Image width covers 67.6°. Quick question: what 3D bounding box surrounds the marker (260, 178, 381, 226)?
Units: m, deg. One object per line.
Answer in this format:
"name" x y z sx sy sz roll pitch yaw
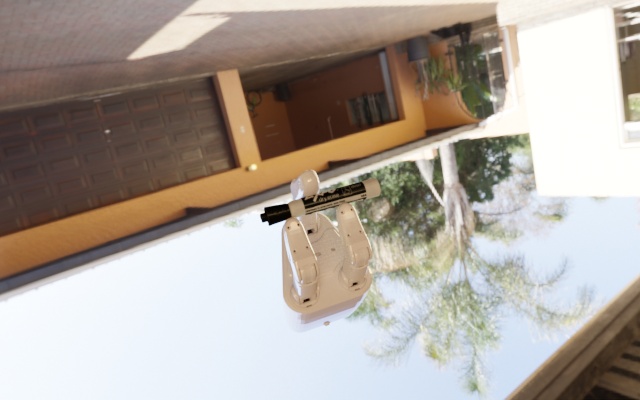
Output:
"marker" 0.000 0.002 0.466 0.121 0.020 0.020 -15 4 -13
